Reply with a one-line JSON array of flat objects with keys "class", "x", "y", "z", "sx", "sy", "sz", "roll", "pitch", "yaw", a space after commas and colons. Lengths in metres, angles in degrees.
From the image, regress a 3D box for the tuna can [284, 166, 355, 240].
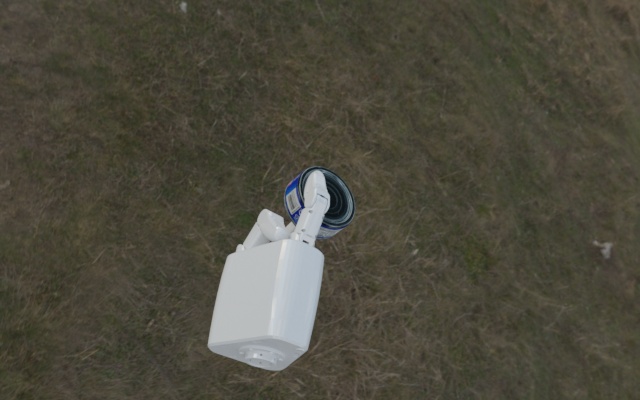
[{"class": "tuna can", "x": 0.000, "y": 0.002, "z": 0.581, "sx": 0.086, "sy": 0.086, "sz": 0.034, "roll": 0, "pitch": -27, "yaw": -40}]
